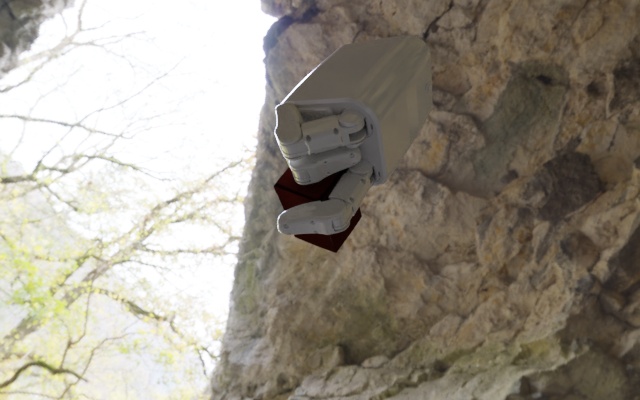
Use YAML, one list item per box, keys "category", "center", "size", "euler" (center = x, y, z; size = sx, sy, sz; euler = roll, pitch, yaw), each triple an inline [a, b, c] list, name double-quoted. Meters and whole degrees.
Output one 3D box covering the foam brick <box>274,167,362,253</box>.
- category: "foam brick"
  center: [0.000, 0.002, 0.450]
  size: [0.053, 0.051, 0.078]
  euler: [20, -33, 29]
